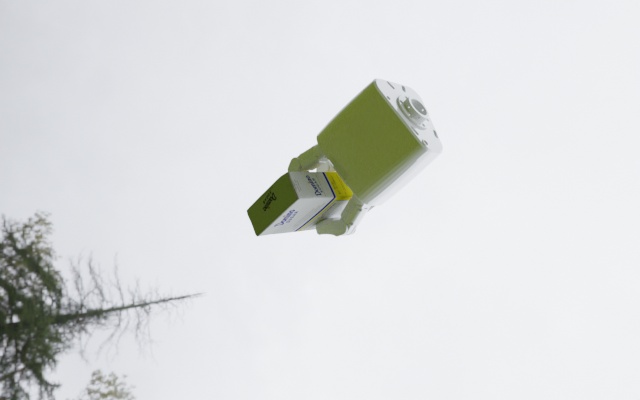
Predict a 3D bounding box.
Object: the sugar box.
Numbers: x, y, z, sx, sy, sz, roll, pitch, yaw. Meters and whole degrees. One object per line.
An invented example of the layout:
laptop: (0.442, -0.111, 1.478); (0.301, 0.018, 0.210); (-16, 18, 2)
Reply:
sugar box: (0.000, 0.002, 0.631); (0.176, 0.048, 0.093); (0, -32, -46)
